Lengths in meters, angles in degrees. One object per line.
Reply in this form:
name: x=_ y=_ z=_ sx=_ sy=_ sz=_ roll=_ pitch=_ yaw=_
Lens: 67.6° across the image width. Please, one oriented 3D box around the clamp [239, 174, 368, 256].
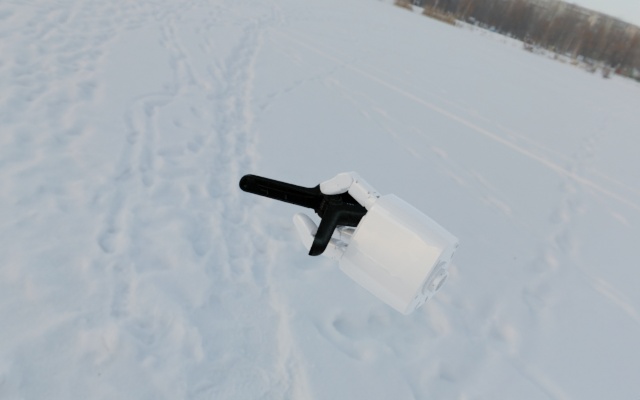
clamp: x=0.001 y=0.002 z=0.670 sx=0.164 sy=0.036 sz=0.210 roll=37 pitch=30 yaw=27
